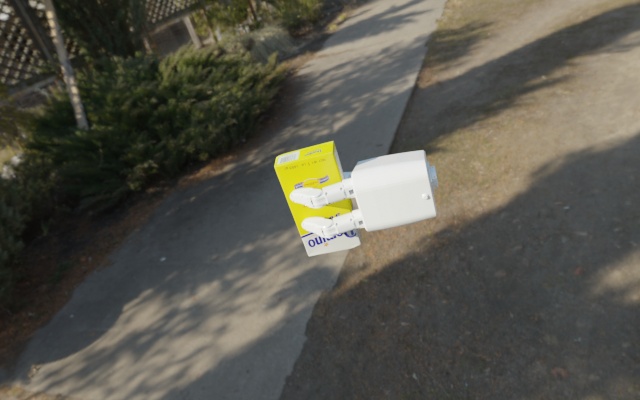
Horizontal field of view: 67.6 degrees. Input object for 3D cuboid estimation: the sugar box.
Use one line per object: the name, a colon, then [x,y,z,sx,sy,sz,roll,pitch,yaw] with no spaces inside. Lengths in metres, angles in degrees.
sugar box: [0.000,0.003,0.746,0.093,0.176,0.048,-13,29,11]
